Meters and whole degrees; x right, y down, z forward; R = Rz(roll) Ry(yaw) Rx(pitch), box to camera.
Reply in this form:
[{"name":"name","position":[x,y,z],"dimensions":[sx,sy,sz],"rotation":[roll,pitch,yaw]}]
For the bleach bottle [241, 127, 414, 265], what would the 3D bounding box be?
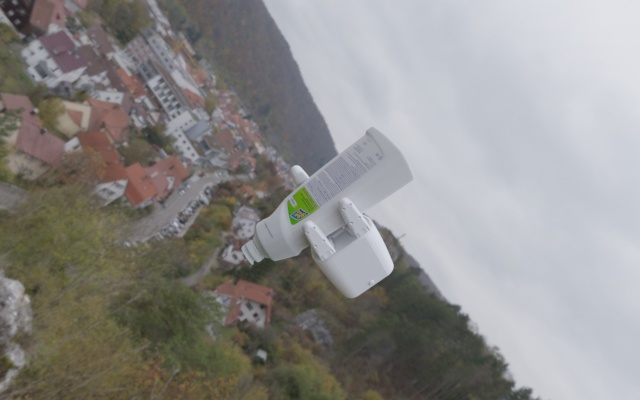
[{"name":"bleach bottle","position":[0.000,0.002,0.664],"dimensions":[0.251,0.068,0.102],"rotation":[-34,38,-1]}]
